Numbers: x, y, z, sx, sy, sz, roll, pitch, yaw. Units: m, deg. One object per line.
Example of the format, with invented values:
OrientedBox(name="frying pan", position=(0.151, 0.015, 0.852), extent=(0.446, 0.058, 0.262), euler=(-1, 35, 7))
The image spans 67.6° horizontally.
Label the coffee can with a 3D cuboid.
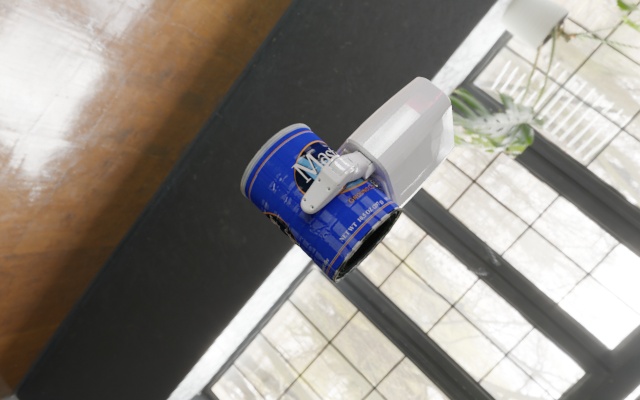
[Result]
OrientedBox(name="coffee can", position=(0.000, 0.002, 0.505), extent=(0.140, 0.103, 0.103), euler=(42, 14, 15))
